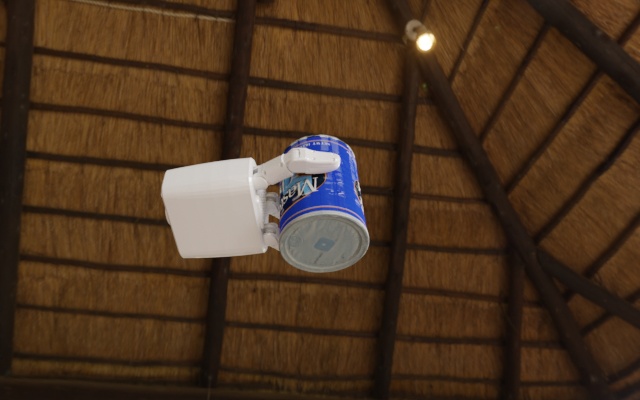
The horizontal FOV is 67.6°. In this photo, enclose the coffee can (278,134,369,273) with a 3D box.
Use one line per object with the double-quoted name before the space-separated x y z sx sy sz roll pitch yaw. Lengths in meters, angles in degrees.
"coffee can" 0.000 0.002 0.587 0.103 0.103 0.140 -2 45 -2
